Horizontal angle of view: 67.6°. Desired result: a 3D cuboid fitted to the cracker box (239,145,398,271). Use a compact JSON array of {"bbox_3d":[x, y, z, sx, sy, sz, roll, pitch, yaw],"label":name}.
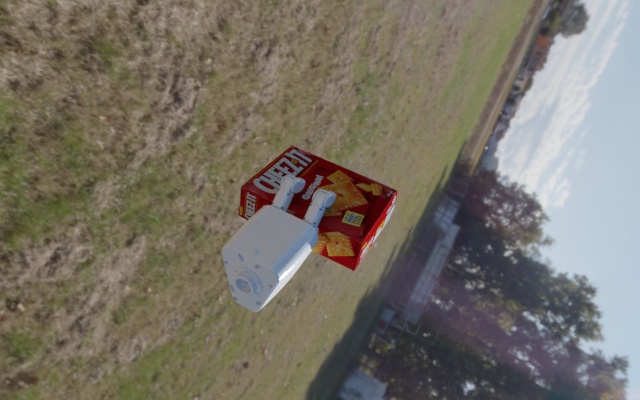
[{"bbox_3d":[0.000,0.003,0.788,0.213,0.072,0.164,25,39,16],"label":"cracker box"}]
